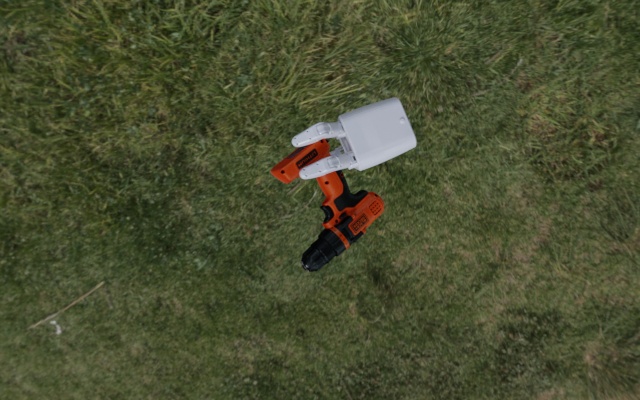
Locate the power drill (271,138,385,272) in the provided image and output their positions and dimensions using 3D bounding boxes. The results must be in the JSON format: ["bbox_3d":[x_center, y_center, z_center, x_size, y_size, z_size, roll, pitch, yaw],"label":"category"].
[{"bbox_3d":[0.000,0.002,0.805,0.184,0.188,0.057,-42,19,-19],"label":"power drill"}]
